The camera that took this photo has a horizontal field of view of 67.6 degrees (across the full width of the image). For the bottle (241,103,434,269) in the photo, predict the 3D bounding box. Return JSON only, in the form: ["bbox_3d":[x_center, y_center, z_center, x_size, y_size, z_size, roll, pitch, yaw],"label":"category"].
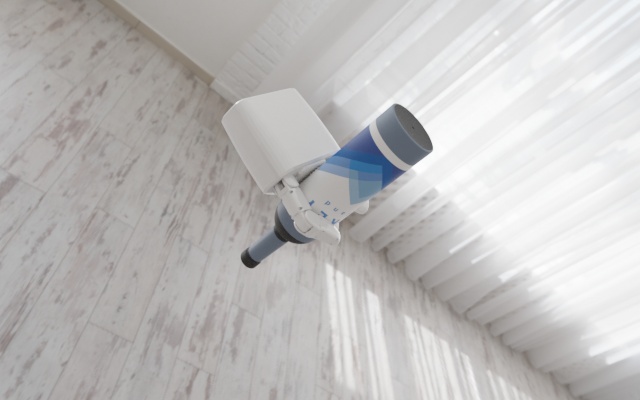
[{"bbox_3d":[0.000,0.002,0.582,0.296,0.069,0.069,-39,-22,30],"label":"bottle"}]
